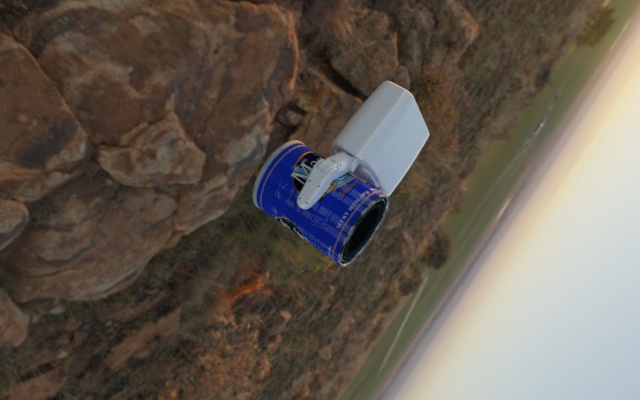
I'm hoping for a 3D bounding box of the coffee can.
[{"bbox_3d":[0.000,0.002,0.603,0.140,0.103,0.103,34,13,21],"label":"coffee can"}]
